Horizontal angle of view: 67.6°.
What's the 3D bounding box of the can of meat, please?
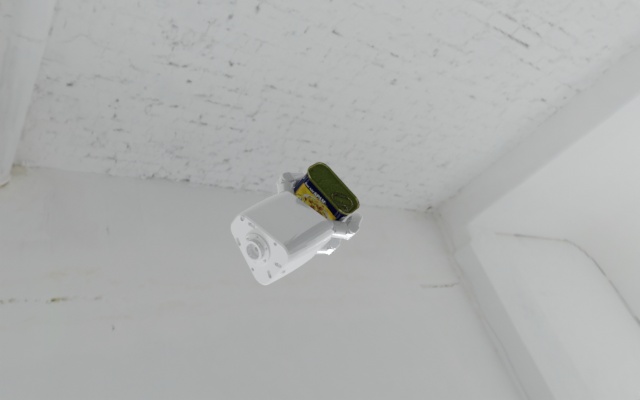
[{"bbox_3d":[0.000,0.003,0.793,0.084,0.102,0.057,-47,-8,38],"label":"can of meat"}]
